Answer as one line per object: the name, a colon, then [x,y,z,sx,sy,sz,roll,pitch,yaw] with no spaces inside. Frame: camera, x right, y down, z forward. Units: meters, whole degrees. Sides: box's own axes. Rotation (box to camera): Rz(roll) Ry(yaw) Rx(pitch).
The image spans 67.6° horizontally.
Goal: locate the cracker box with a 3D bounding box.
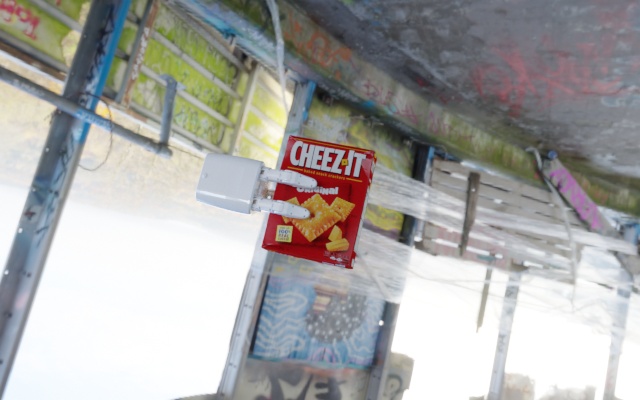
cracker box: [0.000,0.003,0.864,0.164,0.213,0.072,12,-9,9]
